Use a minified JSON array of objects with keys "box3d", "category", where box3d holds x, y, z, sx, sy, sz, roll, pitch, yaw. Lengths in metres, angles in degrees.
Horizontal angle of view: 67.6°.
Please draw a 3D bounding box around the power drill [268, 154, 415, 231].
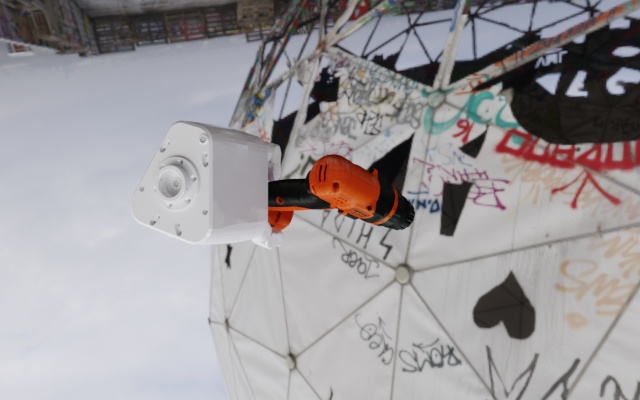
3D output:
[{"box3d":[0.000,0.002,0.568,0.187,0.057,0.184,-7,-22,34],"category":"power drill"}]
